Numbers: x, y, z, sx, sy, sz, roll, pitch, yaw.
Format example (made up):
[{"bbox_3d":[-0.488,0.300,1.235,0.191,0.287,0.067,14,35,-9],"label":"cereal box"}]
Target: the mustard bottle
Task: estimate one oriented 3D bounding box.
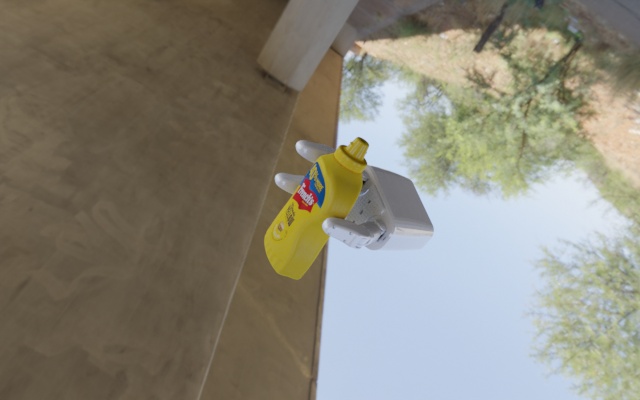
[{"bbox_3d":[0.000,0.002,0.596,0.058,0.192,0.096,24,27,-26],"label":"mustard bottle"}]
